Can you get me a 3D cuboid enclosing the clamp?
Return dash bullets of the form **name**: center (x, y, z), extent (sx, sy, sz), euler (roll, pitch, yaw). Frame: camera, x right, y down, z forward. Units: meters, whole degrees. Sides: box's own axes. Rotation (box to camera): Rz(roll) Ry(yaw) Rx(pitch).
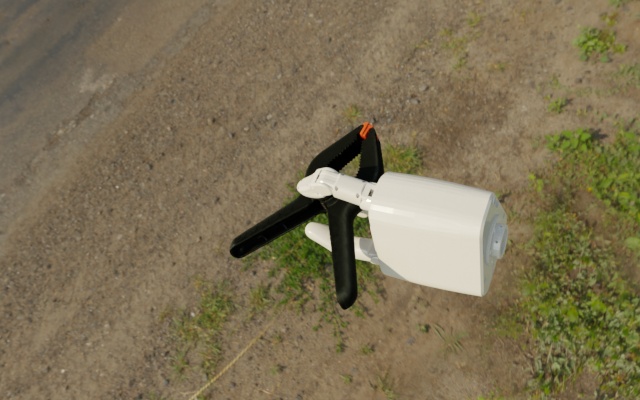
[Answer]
- **clamp**: center (0.000, 0.001, 0.526), extent (0.164, 0.210, 0.036), euler (12, -26, 30)
